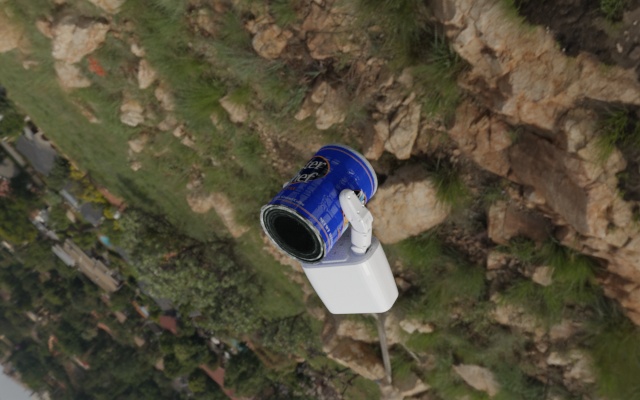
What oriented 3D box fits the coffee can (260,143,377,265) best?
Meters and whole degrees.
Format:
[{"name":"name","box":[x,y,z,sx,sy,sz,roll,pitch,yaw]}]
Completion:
[{"name":"coffee can","box":[0.000,0.002,0.652,0.103,0.103,0.140,0,38,43]}]
